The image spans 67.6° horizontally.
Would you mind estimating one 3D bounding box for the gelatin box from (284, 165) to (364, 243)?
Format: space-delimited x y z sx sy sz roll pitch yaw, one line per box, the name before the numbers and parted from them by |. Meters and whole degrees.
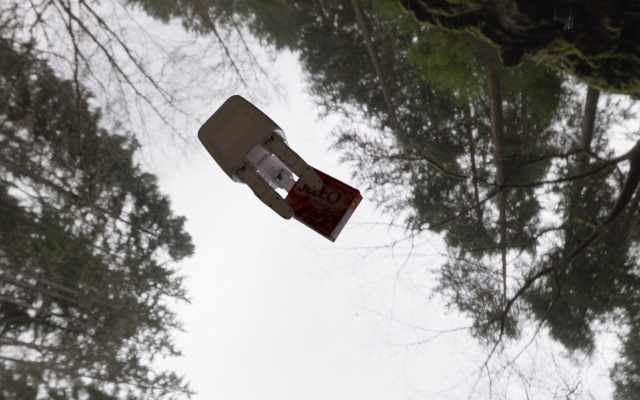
gelatin box | 0.000 0.002 0.632 0.089 0.073 0.030 30 -11 27
